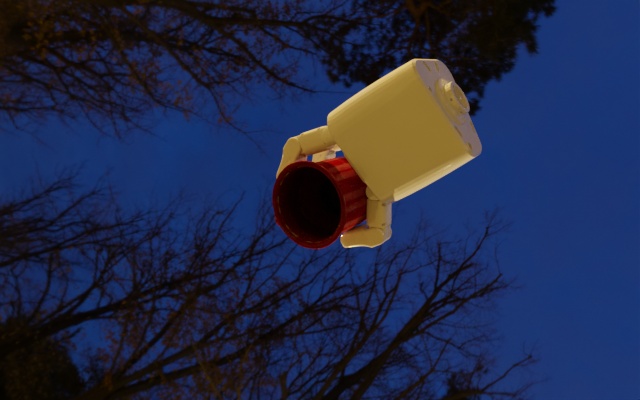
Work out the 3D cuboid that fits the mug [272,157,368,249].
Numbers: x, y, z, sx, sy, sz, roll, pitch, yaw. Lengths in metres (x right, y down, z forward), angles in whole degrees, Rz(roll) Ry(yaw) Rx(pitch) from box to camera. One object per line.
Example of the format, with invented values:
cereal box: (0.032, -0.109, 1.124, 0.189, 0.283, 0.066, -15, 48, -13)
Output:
mug: (-0.001, 0.002, 0.529, 0.117, 0.093, 0.081, -28, -5, 36)
